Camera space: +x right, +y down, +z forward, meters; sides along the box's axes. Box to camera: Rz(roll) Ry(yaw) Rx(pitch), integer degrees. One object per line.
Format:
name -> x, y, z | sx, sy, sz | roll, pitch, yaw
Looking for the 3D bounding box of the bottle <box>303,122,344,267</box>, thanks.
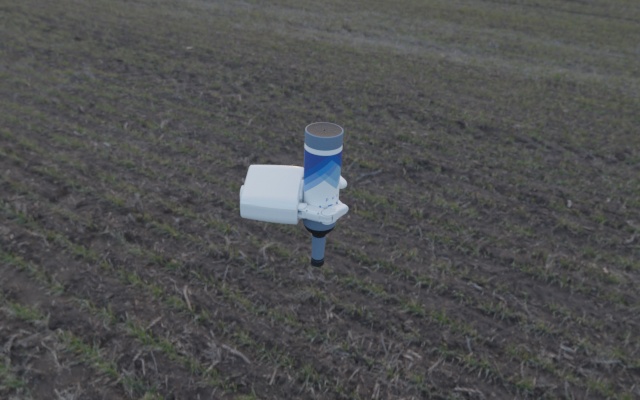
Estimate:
bottle -> 0.000, 0.003, 0.899 | 0.069, 0.296, 0.069 | 2, 32, -1
